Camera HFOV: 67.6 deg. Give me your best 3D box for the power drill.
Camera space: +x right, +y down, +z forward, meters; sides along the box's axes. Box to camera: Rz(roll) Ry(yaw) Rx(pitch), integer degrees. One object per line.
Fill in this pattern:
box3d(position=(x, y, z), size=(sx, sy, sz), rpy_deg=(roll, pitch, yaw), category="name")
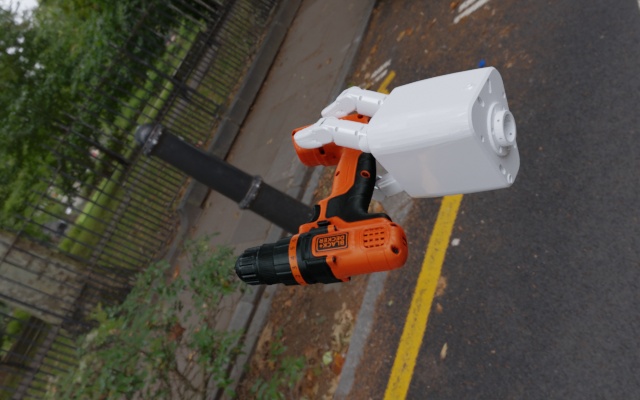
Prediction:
box3d(position=(0.000, 0.001, 0.518), size=(0.184, 0.187, 0.057), rpy_deg=(-10, -34, 19), category="power drill")
